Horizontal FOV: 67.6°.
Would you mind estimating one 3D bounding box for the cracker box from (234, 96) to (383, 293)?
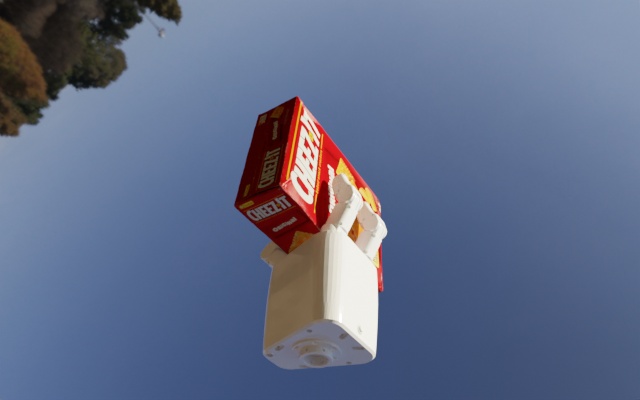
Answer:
[{"bbox_3d":[0.000,0.002,0.597,0.072,0.164,0.214,-22,-50,25],"label":"cracker box"}]
